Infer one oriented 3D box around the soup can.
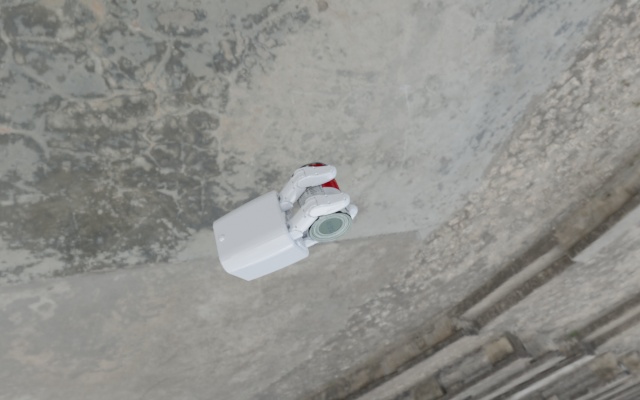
[{"bbox_3d":[0.001,0.002,0.706,0.068,0.102,0.069,-13,-39,-11],"label":"soup can"}]
